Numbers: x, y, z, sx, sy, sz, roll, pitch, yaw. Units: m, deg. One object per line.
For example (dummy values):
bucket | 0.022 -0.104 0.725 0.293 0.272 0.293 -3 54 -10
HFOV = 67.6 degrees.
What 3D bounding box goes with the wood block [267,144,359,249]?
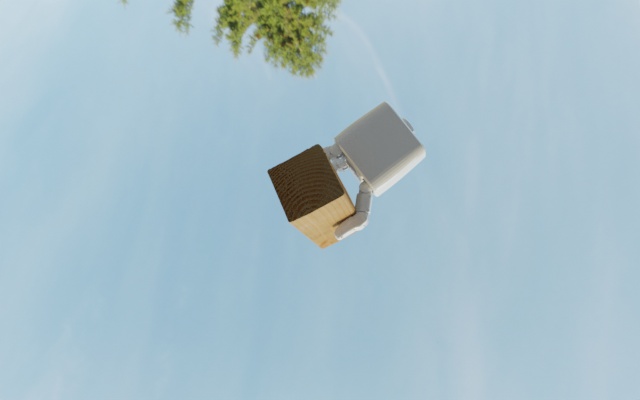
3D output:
wood block | 0.001 0.003 0.768 0.090 0.090 0.206 -27 -21 5
